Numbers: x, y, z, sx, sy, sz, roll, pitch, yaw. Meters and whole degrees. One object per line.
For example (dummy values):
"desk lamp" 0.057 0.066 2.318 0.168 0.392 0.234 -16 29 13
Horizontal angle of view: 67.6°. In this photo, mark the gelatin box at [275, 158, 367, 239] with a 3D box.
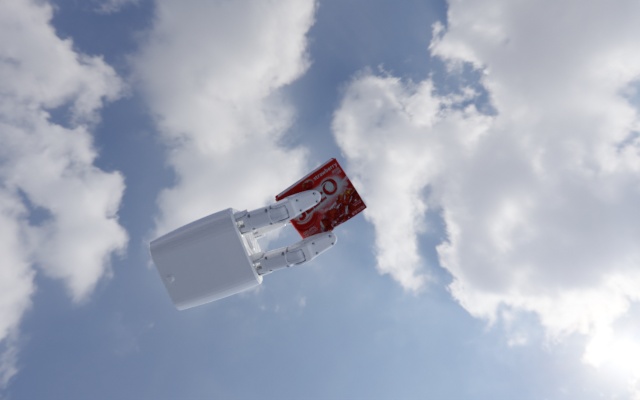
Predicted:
"gelatin box" 0.000 0.002 0.585 0.089 0.073 0.030 -34 10 -1
